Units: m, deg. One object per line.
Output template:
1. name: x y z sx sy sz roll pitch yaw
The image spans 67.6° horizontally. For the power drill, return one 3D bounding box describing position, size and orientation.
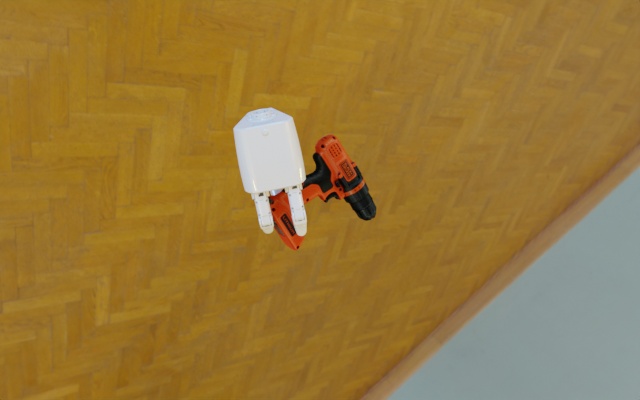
1. power drill: 0.000 0.003 0.859 0.187 0.184 0.057 -40 21 -17
